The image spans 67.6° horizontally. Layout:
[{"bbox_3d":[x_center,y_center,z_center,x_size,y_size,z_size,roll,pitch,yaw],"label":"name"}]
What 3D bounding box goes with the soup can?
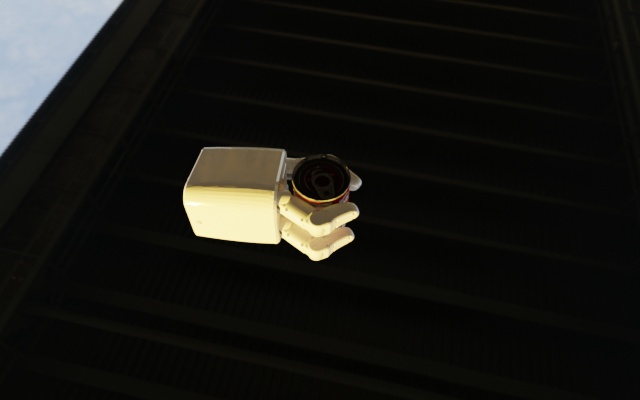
[{"bbox_3d":[0.001,0.002,0.587,0.068,0.068,0.102,0,-35,-1],"label":"soup can"}]
